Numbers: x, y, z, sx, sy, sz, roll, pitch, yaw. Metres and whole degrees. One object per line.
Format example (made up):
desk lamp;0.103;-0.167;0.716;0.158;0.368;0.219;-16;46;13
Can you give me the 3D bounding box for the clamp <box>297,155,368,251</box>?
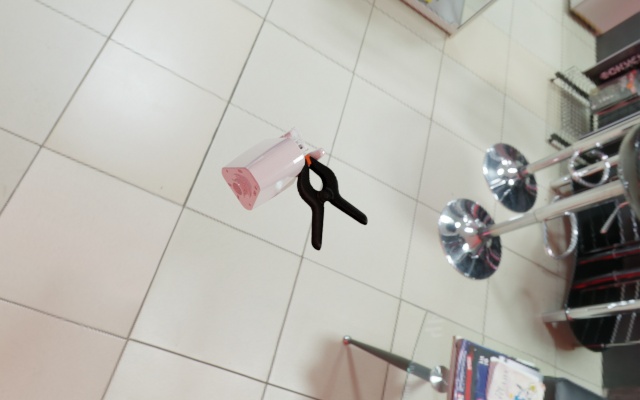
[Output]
clamp;0.000;0.003;0.870;0.120;0.171;0.039;-36;2;-28
